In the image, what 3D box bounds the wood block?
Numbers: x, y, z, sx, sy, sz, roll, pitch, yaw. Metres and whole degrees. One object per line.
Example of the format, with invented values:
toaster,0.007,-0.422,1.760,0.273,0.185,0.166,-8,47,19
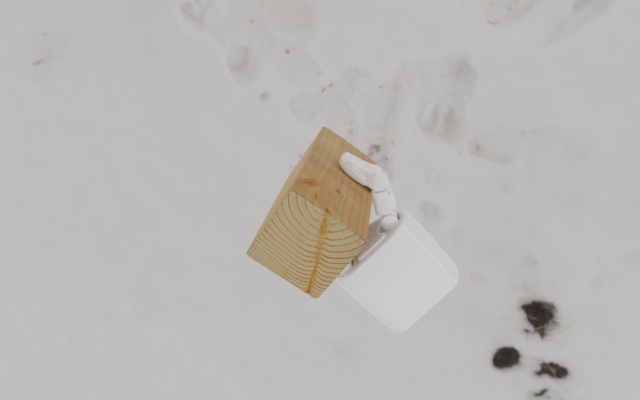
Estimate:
wood block,0.001,0.002,0.553,0.090,0.091,0.206,35,26,-8
